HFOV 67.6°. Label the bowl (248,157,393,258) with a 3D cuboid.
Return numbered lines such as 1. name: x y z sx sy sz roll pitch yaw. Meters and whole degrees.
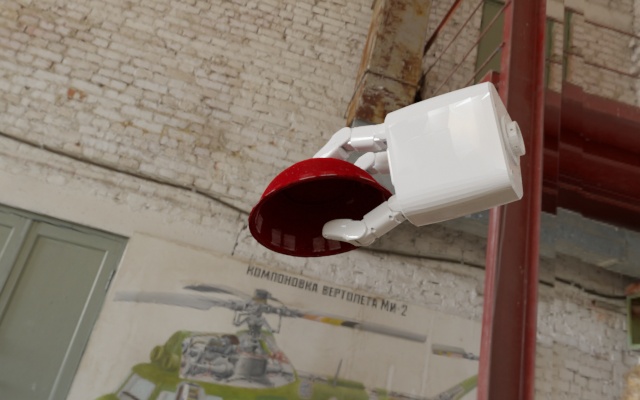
1. bowl: -0.001 0.002 0.532 0.162 0.055 0.162 -6 -35 -4
